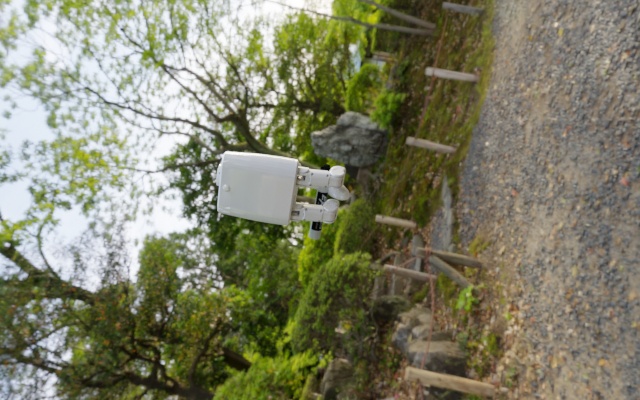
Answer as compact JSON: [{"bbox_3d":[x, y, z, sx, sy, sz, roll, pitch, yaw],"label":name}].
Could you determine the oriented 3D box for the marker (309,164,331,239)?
[{"bbox_3d":[0.000,0.002,0.737,0.020,0.121,0.020,9,21,-3],"label":"marker"}]
